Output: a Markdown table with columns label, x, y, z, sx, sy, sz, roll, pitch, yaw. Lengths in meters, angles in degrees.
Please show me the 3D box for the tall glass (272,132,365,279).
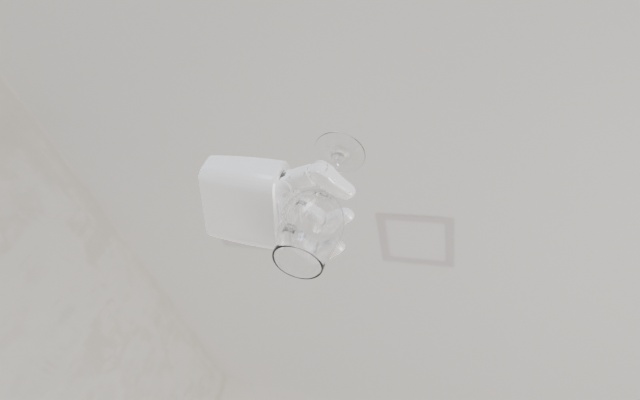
| label | x | y | z | sx | sy | sz | roll | pitch | yaw |
| --- | --- | --- | --- | --- | --- | --- | --- | --- | --- |
| tall glass | 0.000 | 0.001 | 0.612 | 0.079 | 0.201 | 0.079 | 11 | -42 | 10 |
